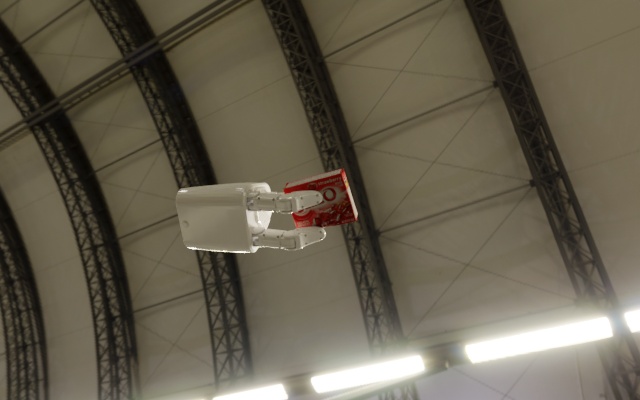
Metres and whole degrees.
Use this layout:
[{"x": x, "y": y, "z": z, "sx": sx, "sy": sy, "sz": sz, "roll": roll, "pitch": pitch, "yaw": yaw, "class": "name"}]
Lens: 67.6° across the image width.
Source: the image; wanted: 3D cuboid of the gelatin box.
[{"x": 0.001, "y": 0.002, "z": 0.674, "sx": 0.089, "sy": 0.073, "sz": 0.030, "roll": -14, "pitch": 17, "yaw": 13, "class": "gelatin box"}]
